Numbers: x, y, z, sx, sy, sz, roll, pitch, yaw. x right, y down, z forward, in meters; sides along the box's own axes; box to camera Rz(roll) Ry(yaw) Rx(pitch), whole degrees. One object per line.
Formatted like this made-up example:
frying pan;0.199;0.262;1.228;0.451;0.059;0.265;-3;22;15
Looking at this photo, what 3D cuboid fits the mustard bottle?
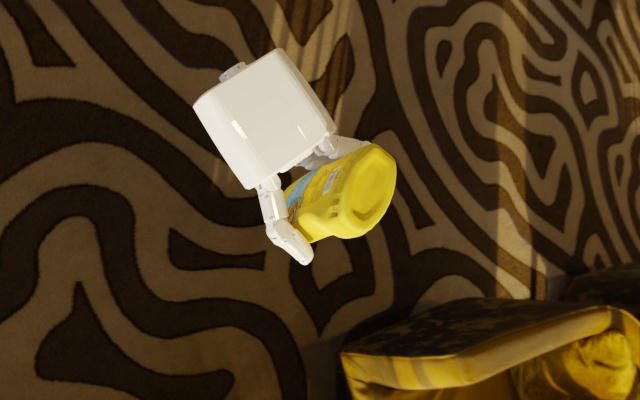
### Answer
mustard bottle;0.000;0.002;0.540;0.058;0.096;0.191;34;-24;-22
